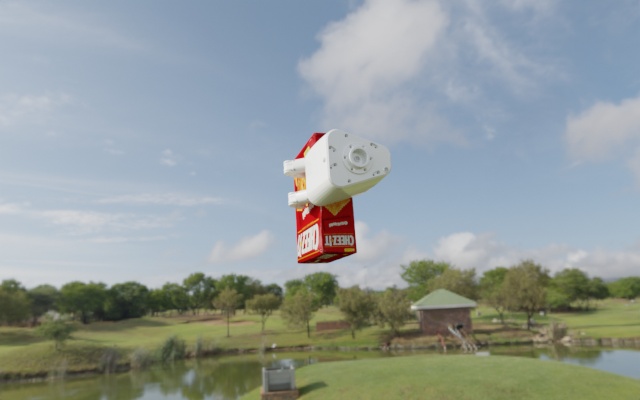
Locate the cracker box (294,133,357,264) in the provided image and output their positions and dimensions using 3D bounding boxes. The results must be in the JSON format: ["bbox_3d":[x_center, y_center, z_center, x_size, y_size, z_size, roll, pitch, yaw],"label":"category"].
[{"bbox_3d":[0.000,0.003,0.885,0.072,0.213,0.164,1,-14,-17],"label":"cracker box"}]
